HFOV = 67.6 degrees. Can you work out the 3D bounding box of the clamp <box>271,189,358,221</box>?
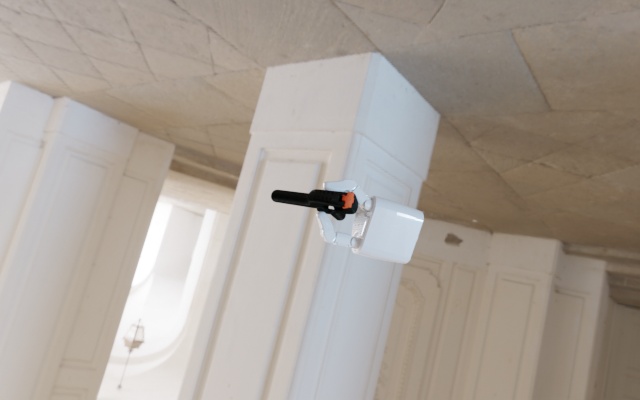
[{"bbox_3d":[0.000,0.004,0.892,0.164,0.036,0.210,15,-9,-14],"label":"clamp"}]
